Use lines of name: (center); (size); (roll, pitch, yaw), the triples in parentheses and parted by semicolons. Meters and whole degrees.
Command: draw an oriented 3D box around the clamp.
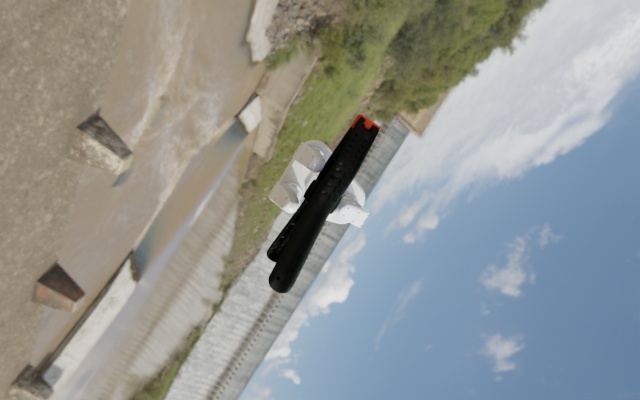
clamp: (0.001, 0.002, 0.522); (0.036, 0.210, 0.164); (32, 6, -9)
